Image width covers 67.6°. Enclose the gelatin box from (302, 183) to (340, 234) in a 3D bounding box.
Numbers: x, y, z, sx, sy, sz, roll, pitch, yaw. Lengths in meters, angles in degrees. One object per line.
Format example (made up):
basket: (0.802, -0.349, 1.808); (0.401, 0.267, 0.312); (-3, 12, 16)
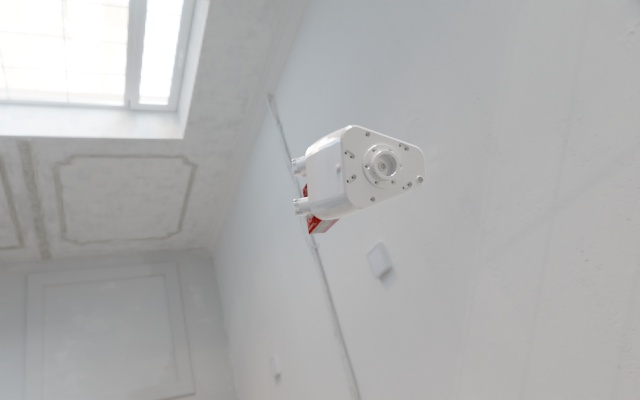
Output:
gelatin box: (0.000, 0.002, 0.695); (0.030, 0.073, 0.089); (-4, -18, -17)
